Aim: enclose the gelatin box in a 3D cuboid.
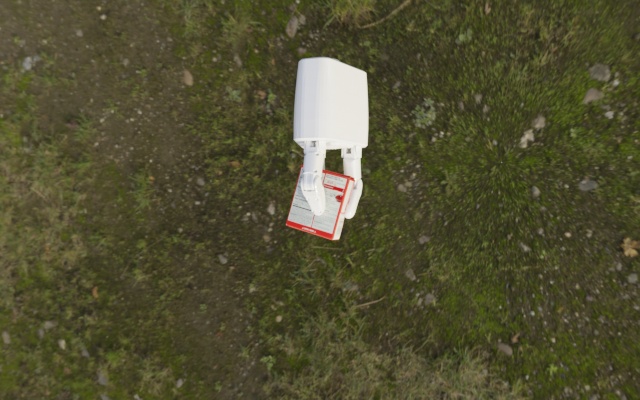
[{"bbox_3d":[0.000,0.002,0.655,0.073,0.089,0.030,16,2,21],"label":"gelatin box"}]
